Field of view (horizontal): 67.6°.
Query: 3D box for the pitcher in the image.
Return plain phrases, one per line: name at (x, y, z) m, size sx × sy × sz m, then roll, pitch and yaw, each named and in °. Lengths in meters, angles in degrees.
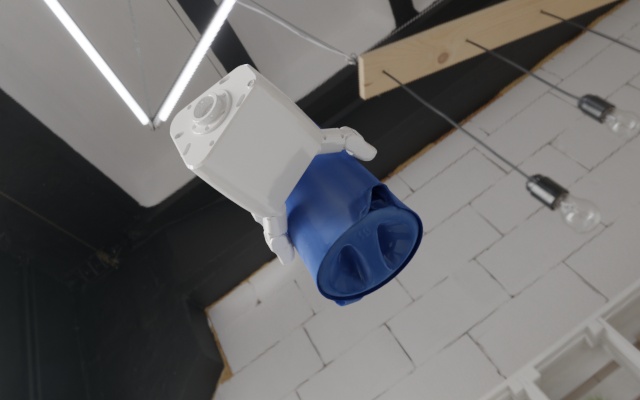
pitcher at (0.000, 0.002, 0.589) m, size 0.145 × 0.149 × 0.242 m, roll 36°, pitch 12°, yaw -47°
